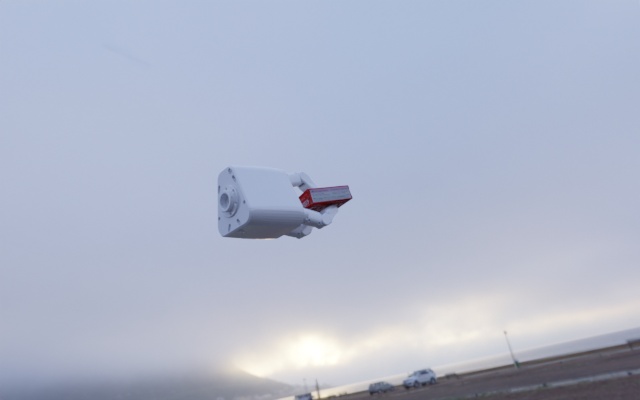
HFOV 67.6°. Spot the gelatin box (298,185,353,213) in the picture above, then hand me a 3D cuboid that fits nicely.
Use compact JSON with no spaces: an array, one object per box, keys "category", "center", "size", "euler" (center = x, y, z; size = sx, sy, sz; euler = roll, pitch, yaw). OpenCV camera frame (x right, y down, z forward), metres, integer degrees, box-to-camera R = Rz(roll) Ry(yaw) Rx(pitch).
[{"category":"gelatin box","center":[0.000,0.002,0.848],"size":[0.089,0.030,0.073],"euler":[-7,-18,-33]}]
